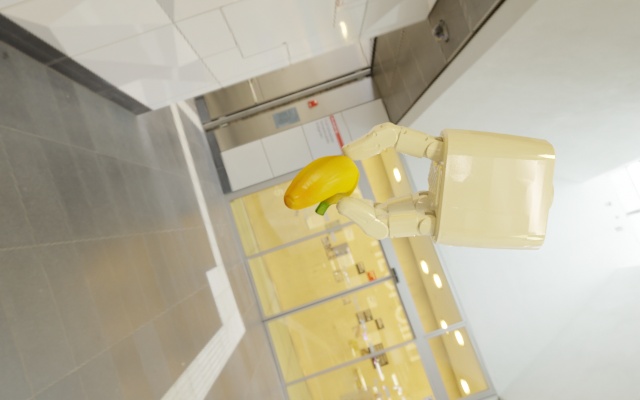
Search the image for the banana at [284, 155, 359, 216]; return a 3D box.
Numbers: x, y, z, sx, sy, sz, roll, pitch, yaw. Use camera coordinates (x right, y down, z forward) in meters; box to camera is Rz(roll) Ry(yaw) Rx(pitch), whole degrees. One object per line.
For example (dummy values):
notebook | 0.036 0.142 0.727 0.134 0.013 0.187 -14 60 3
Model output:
banana | 0.010 -0.014 0.476 0.037 0.069 0.198 29 0 10
